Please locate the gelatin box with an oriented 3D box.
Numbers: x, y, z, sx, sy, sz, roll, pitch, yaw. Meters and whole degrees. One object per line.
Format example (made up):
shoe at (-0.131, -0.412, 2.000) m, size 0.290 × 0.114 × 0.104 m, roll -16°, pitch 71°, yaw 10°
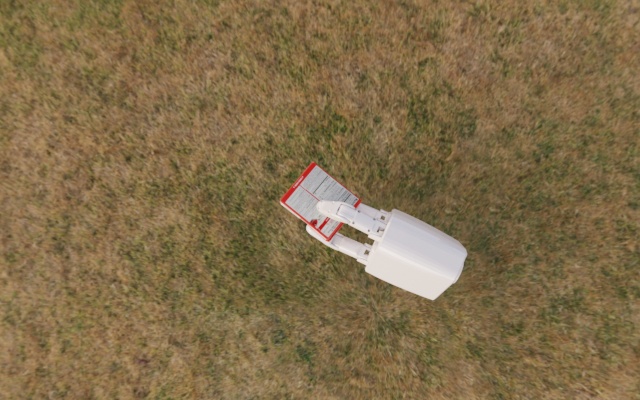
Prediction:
gelatin box at (0.000, 0.002, 0.664) m, size 0.089 × 0.073 × 0.030 m, roll 39°, pitch -8°, yaw 4°
